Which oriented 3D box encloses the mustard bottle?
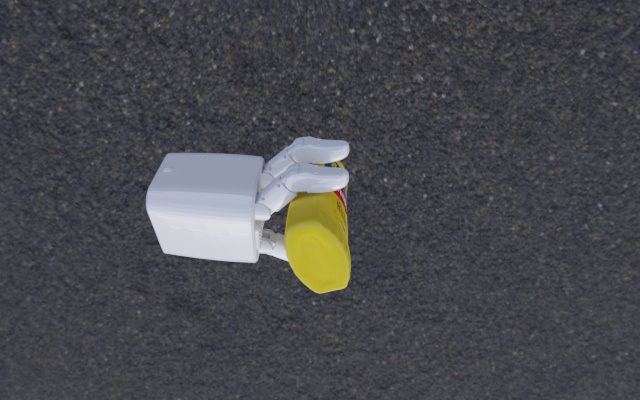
[{"bbox_3d":[0.000,0.002,0.526,0.058,0.096,0.191,-16,34,13],"label":"mustard bottle"}]
